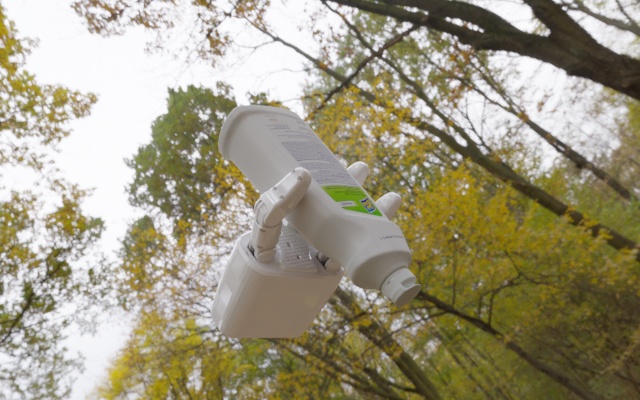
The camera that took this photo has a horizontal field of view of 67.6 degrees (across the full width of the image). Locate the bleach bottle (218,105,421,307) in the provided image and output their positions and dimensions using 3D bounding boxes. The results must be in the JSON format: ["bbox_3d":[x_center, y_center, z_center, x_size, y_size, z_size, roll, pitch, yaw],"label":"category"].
[{"bbox_3d":[0.000,0.001,0.466,0.102,0.068,0.250,-5,43,-42],"label":"bleach bottle"}]
